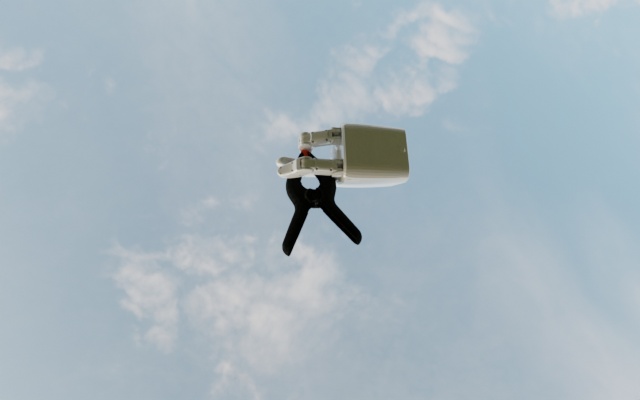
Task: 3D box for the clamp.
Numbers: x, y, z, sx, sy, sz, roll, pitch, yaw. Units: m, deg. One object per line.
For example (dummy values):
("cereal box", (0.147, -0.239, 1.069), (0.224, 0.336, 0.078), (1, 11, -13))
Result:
("clamp", (0.000, 0.002, 0.739), (0.120, 0.171, 0.039), (2, -20, -10))
